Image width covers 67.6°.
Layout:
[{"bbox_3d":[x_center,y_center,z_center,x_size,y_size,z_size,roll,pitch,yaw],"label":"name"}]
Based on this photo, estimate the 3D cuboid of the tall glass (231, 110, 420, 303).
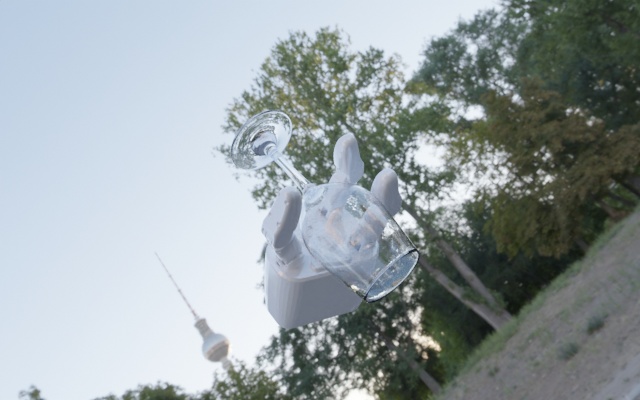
[{"bbox_3d":[0.000,0.001,0.445,0.079,0.079,0.201,0,39,-52],"label":"tall glass"}]
